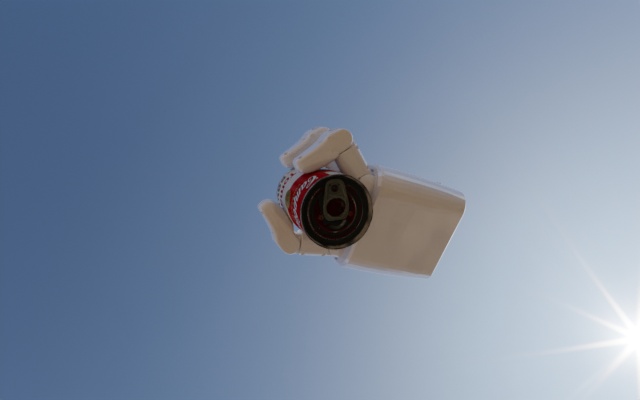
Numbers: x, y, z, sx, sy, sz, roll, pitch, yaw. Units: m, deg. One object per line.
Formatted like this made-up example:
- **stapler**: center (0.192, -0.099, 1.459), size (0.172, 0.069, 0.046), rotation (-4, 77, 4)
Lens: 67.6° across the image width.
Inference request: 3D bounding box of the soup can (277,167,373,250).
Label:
- **soup can**: center (-0.001, 0.001, 0.465), size (0.068, 0.068, 0.102), rotation (0, 10, -18)
